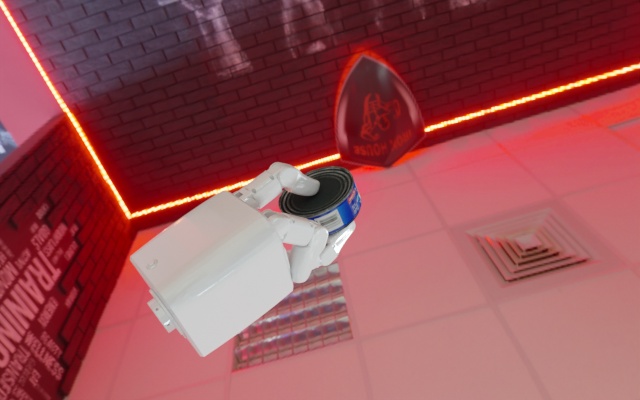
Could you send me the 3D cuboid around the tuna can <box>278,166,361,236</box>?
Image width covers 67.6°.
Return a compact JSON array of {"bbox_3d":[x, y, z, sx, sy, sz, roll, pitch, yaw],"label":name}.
[{"bbox_3d":[0.000,0.002,0.516,0.086,0.034,0.086,-17,34,12],"label":"tuna can"}]
